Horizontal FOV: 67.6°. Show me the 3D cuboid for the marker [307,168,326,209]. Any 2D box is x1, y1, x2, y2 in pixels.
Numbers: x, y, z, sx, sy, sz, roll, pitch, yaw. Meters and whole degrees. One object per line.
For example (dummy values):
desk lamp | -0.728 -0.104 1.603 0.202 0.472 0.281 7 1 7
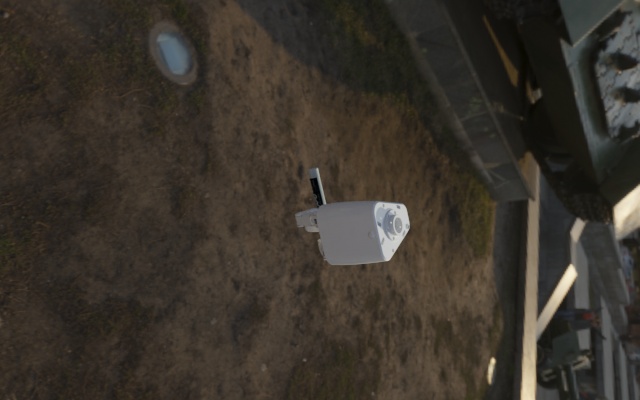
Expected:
marker | 0.000 0.003 0.842 0.020 0.121 0.020 -13 9 2
